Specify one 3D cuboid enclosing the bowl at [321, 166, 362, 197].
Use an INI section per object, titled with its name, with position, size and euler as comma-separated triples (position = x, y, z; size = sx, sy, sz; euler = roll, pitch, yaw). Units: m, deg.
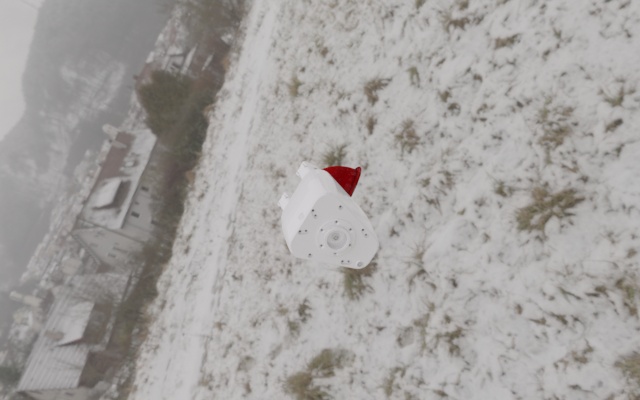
[bowl]
position = 0.000, 0.002, 0.762
size = 0.055, 0.162, 0.162
euler = 31, -4, -6
